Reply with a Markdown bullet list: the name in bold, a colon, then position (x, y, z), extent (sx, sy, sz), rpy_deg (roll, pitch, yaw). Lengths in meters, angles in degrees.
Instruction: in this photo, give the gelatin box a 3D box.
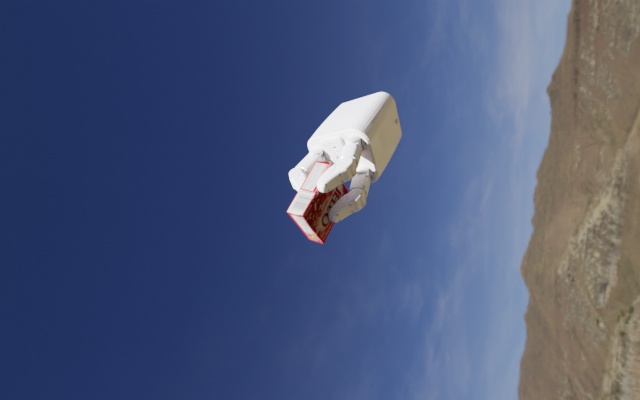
- **gelatin box**: position (0.000, 0.002, 0.653), extent (0.030, 0.089, 0.073), rpy_deg (13, -27, 34)
